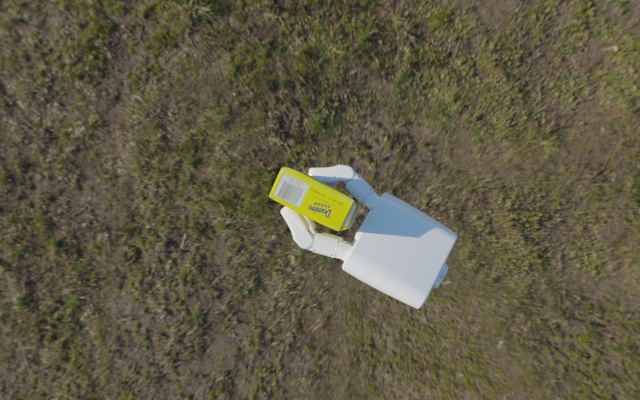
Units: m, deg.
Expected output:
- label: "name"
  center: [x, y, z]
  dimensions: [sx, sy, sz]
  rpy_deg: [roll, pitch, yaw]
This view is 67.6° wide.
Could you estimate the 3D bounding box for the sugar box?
- label: "sugar box"
  center: [0.000, 0.003, 0.620]
  dimensions: [0.093, 0.048, 0.176]
  rpy_deg: [27, -1, 8]
